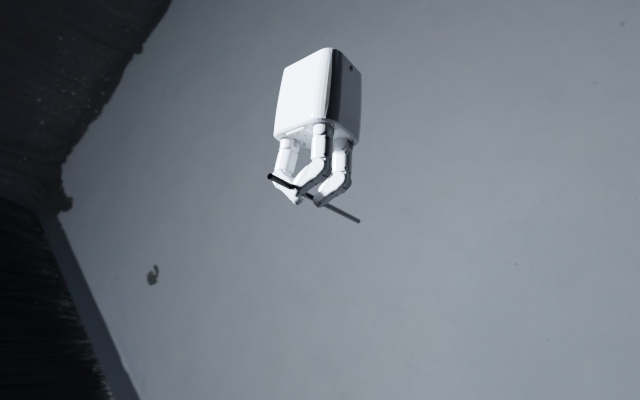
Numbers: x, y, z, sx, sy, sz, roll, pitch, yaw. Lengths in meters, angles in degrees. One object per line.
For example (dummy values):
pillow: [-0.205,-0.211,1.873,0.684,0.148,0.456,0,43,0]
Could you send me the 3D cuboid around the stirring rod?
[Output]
stirring rod: [0.000,0.002,0.671,0.011,0.011,0.239,0,-15,31]
